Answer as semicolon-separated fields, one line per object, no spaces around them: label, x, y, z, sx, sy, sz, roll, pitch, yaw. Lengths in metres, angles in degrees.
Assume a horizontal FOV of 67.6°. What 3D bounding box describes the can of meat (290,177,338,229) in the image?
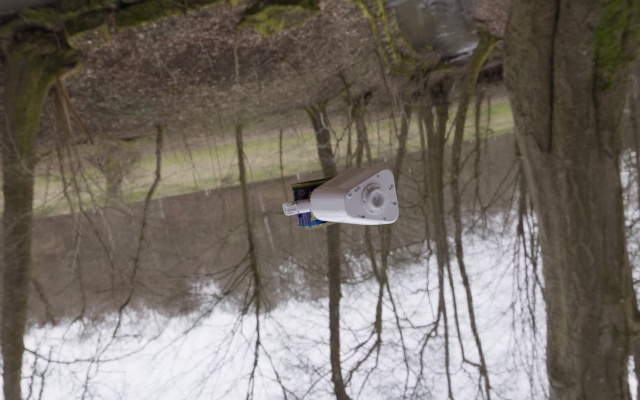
can of meat;0.000;0.003;0.893;0.102;0.084;0.057;-12;6;-32
